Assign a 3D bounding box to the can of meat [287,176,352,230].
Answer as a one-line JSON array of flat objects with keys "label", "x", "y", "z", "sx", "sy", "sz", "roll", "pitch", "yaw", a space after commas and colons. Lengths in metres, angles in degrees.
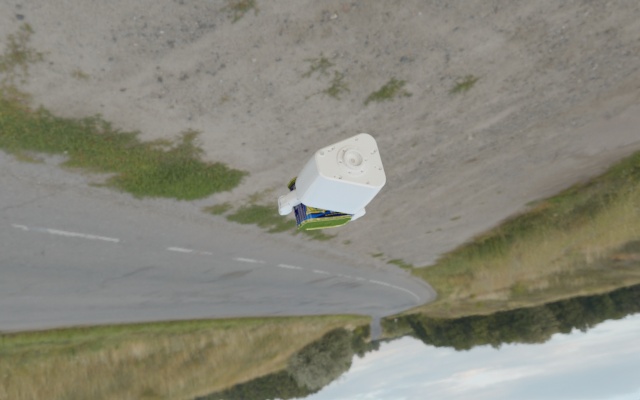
[{"label": "can of meat", "x": 0.000, "y": 0.003, "z": 0.839, "sx": 0.102, "sy": 0.084, "sz": 0.057, "roll": -5, "pitch": -19, "yaw": -23}]
